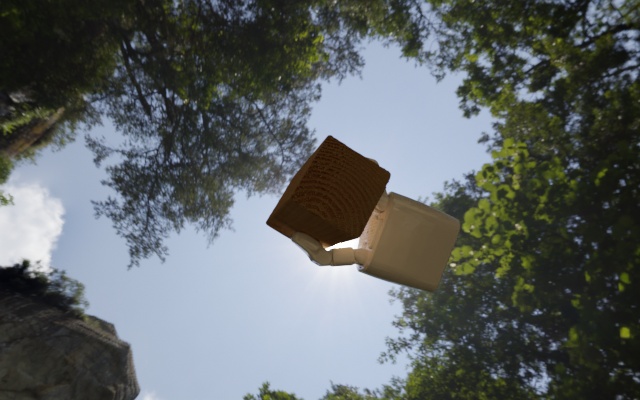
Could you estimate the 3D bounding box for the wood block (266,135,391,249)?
[{"bbox_3d":[0.000,0.003,0.627,0.090,0.090,0.206,31,-16,-7],"label":"wood block"}]
